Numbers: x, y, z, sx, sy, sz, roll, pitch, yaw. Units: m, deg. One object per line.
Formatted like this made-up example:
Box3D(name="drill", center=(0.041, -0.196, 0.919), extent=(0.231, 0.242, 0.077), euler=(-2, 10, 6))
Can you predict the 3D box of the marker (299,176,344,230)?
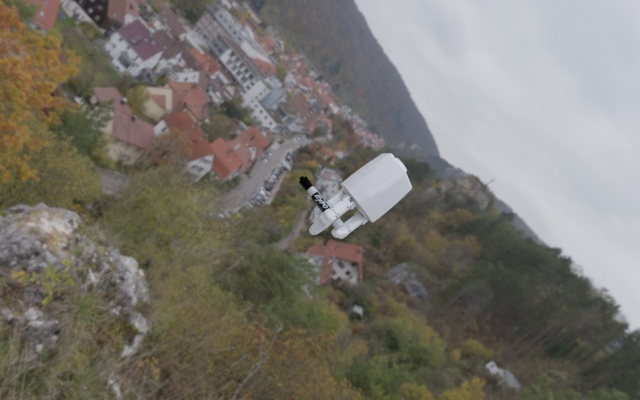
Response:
Box3D(name="marker", center=(0.000, 0.003, 0.888), extent=(0.020, 0.121, 0.020), euler=(-37, -11, -8))
